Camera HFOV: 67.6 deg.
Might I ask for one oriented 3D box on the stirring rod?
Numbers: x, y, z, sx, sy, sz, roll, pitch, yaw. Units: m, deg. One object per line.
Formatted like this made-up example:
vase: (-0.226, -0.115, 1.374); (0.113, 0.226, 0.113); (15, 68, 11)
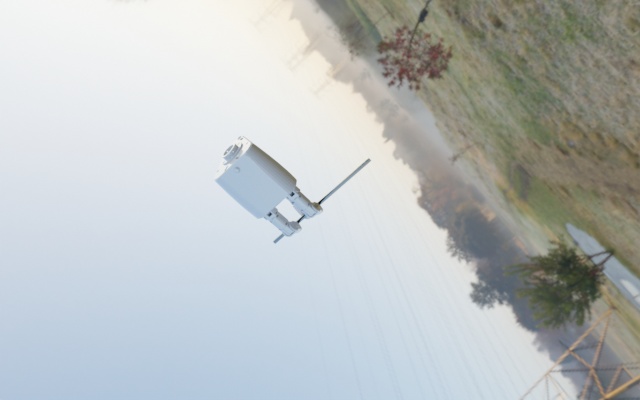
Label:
stirring rod: (0.000, 0.003, 0.881); (0.239, 0.011, 0.011); (-41, -12, 14)
